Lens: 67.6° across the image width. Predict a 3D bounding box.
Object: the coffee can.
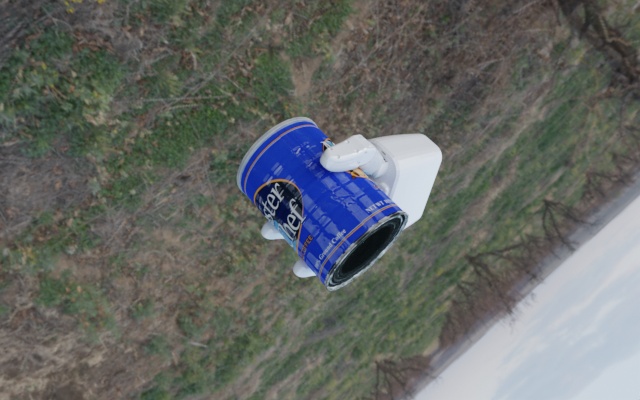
[{"bbox_3d":[0.000,0.001,0.467,0.140,0.103,0.103,47,21,22],"label":"coffee can"}]
